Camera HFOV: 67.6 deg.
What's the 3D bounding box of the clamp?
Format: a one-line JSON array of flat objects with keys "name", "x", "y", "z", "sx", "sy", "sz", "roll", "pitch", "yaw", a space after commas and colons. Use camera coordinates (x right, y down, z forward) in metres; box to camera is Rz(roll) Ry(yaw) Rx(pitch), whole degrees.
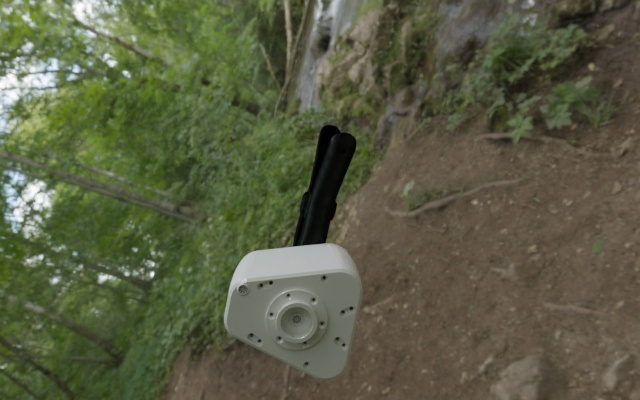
[{"name": "clamp", "x": -0.001, "y": 0.002, "z": 0.494, "sx": 0.039, "sy": 0.171, "sz": 0.120, "roll": 12, "pitch": 3, "yaw": -3}]
